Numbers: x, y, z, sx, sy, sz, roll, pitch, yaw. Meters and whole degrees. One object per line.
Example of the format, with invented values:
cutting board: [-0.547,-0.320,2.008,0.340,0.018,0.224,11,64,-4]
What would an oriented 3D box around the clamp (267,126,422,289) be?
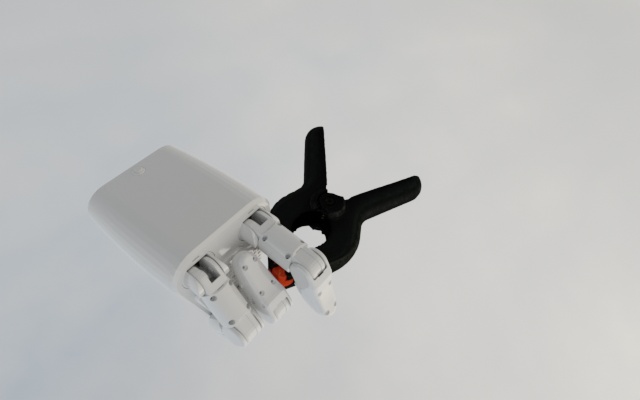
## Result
clamp: [0.000,0.002,0.418,0.120,0.039,0.171,33,52,21]
